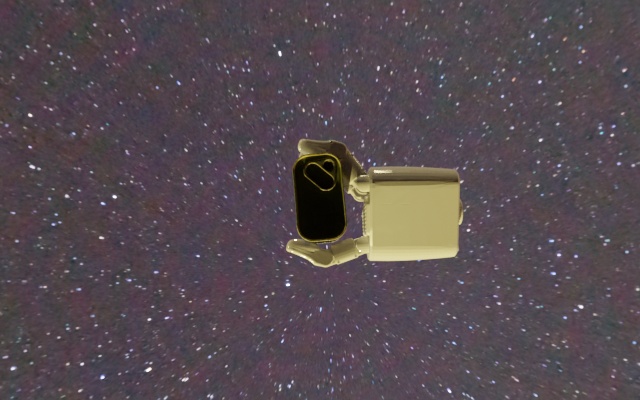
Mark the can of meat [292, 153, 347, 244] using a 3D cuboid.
[{"bbox_3d":[0.000,0.002,0.585,0.057,0.102,0.084,-5,-9,1],"label":"can of meat"}]
